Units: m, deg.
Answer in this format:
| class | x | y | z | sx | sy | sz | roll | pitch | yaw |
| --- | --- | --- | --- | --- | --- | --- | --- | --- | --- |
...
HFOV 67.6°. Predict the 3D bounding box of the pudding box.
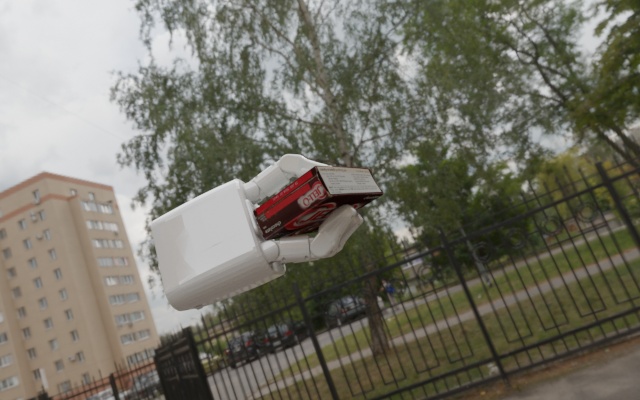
| class | x | y | z | sx | sy | sz | roll | pitch | yaw |
| --- | --- | --- | --- | --- | --- | --- | --- | --- | --- |
| pudding box | 0.000 | 0.001 | 0.493 | 0.090 | 0.039 | 0.113 | -33 | -13 | 30 |
